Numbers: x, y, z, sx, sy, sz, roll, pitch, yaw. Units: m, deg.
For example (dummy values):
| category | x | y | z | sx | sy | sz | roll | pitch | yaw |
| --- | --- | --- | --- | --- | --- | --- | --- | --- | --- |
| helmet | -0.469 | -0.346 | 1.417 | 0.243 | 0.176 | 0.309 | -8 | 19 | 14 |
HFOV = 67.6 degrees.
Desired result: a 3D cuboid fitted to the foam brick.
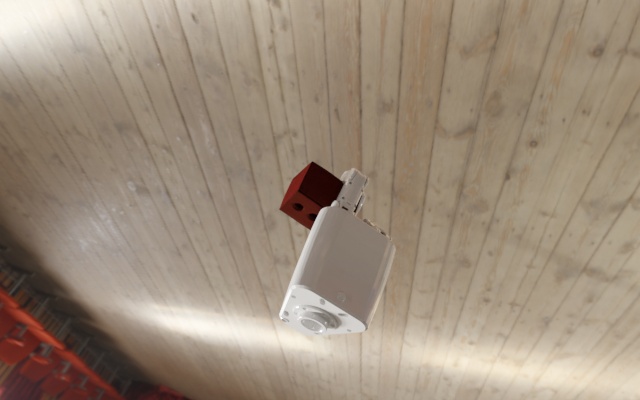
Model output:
| category | x | y | z | sx | sy | sz | roll | pitch | yaw |
| --- | --- | --- | --- | --- | --- | --- | --- | --- | --- |
| foam brick | 0.000 | 0.002 | 0.574 | 0.078 | 0.051 | 0.053 | 34 | -37 | -12 |
